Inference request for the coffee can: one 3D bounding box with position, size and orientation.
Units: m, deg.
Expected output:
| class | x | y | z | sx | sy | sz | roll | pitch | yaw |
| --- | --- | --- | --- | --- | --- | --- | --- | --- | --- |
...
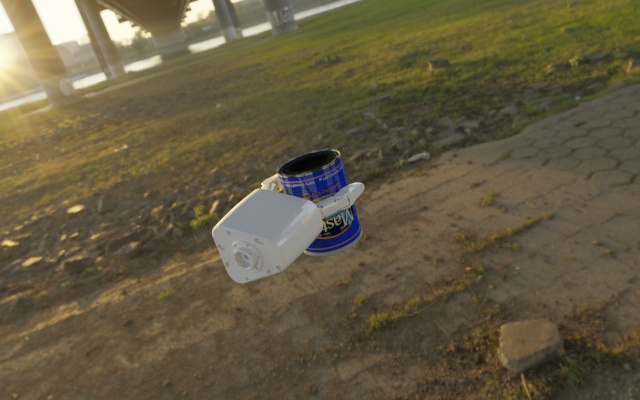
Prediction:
| class | x | y | z | sx | sy | sz | roll | pitch | yaw |
| --- | --- | --- | --- | --- | --- | --- | --- | --- | --- |
| coffee can | 0.000 | 0.003 | 0.754 | 0.103 | 0.140 | 0.102 | -14 | 22 | 6 |
